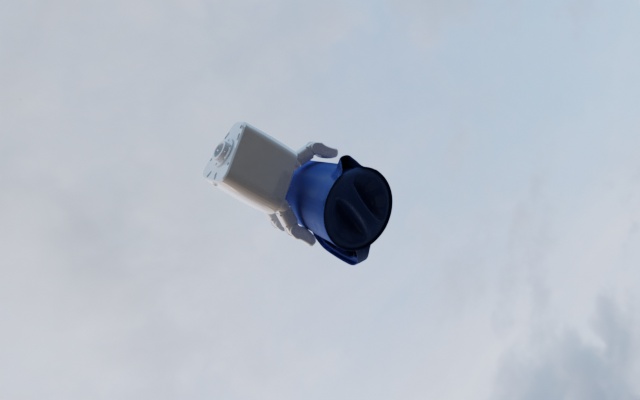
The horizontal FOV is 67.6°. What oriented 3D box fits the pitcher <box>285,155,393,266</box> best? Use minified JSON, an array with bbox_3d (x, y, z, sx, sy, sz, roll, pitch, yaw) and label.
[{"bbox_3d":[0.000,0.003,0.827,0.145,0.149,0.243,30,-6,-34],"label":"pitcher"}]
